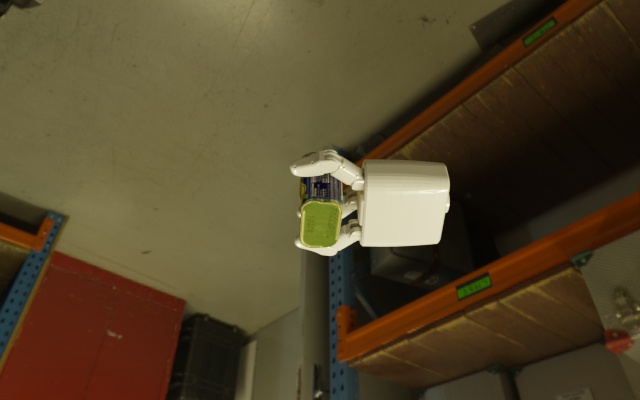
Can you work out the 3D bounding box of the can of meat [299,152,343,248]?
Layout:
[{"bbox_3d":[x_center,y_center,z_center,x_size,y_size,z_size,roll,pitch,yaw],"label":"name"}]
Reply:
[{"bbox_3d":[0.000,0.002,0.629,0.057,0.083,0.102,2,-41,-3],"label":"can of meat"}]
